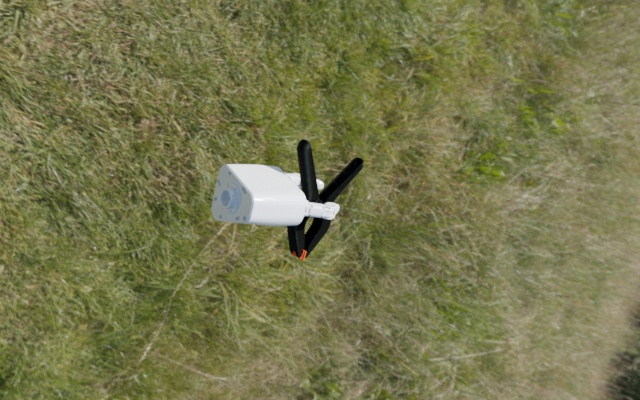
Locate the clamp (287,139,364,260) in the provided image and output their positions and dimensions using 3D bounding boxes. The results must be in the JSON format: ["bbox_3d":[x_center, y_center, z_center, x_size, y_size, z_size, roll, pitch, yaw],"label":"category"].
[{"bbox_3d":[0.000,0.004,0.842,0.164,0.210,0.036,2,18,-46],"label":"clamp"}]
